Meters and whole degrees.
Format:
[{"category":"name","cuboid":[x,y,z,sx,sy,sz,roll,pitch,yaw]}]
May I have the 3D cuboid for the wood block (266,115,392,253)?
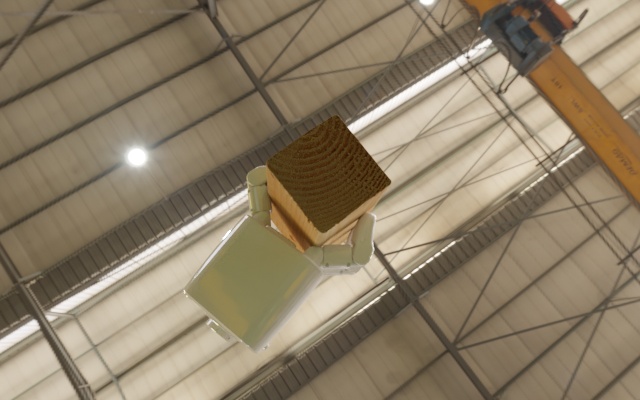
[{"category":"wood block","cuboid":[0.000,0.002,0.549,0.090,0.091,0.206,-36,-10,-14]}]
